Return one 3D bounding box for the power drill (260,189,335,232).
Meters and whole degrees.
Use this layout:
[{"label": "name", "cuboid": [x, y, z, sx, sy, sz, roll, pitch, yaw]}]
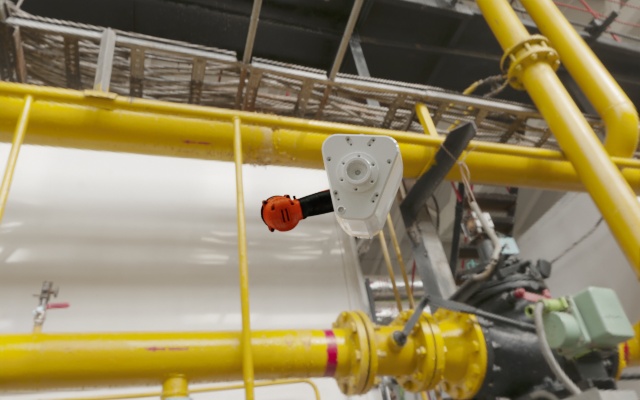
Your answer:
[{"label": "power drill", "cuboid": [0.001, 0.002, 0.736, 0.187, 0.057, 0.184, -16, 6, -10]}]
